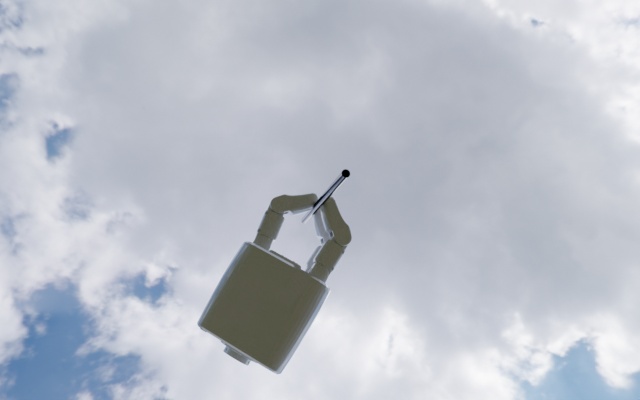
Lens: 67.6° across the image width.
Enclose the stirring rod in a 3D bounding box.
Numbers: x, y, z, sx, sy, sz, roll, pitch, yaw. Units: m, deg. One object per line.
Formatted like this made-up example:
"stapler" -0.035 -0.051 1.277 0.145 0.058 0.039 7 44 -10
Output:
"stirring rod" 0.000 0.002 0.541 0.011 0.011 0.239 0 -12 -11
